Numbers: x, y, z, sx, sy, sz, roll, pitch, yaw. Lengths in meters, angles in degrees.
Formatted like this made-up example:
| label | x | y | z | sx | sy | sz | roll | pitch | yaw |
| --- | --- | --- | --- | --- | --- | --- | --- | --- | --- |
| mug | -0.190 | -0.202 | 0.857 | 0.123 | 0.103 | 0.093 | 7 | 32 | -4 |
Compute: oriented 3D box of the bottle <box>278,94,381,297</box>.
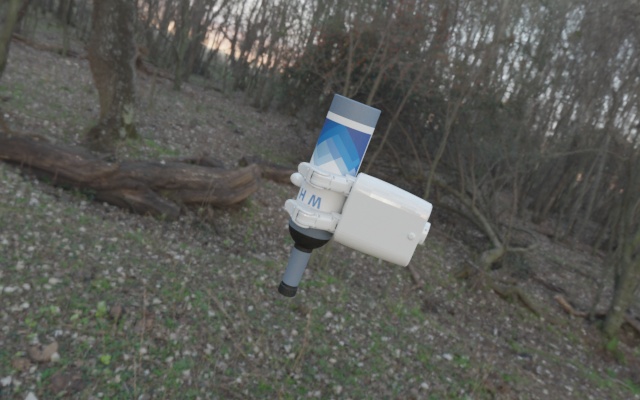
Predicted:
| label | x | y | z | sx | sy | sz | roll | pitch | yaw |
| --- | --- | --- | --- | --- | --- | --- | --- | --- | --- |
| bottle | 0.000 | 0.002 | 0.675 | 0.069 | 0.296 | 0.069 | 20 | 13 | -5 |
